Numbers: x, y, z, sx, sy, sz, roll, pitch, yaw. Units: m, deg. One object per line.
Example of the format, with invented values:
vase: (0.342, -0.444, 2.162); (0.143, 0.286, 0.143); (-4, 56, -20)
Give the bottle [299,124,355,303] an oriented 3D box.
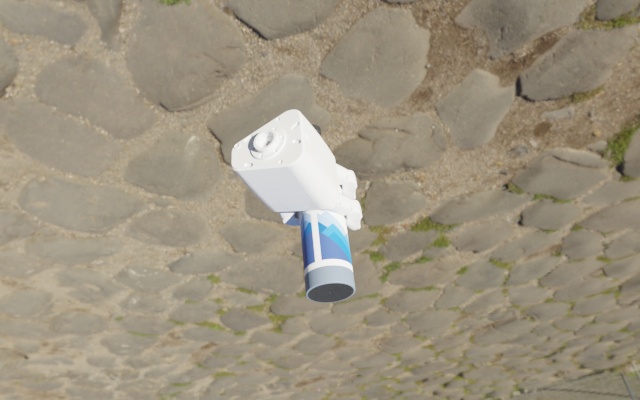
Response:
bottle: (0.000, 0.003, 0.716); (0.069, 0.295, 0.069); (-4, -34, -3)
